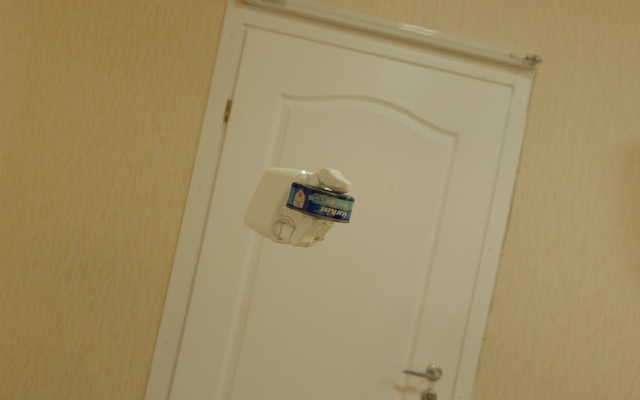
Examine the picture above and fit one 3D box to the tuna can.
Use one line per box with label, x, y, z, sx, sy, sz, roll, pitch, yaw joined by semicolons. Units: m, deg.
tuna can;0.000;0.001;0.617;0.086;0.034;0.086;15;4;-1
